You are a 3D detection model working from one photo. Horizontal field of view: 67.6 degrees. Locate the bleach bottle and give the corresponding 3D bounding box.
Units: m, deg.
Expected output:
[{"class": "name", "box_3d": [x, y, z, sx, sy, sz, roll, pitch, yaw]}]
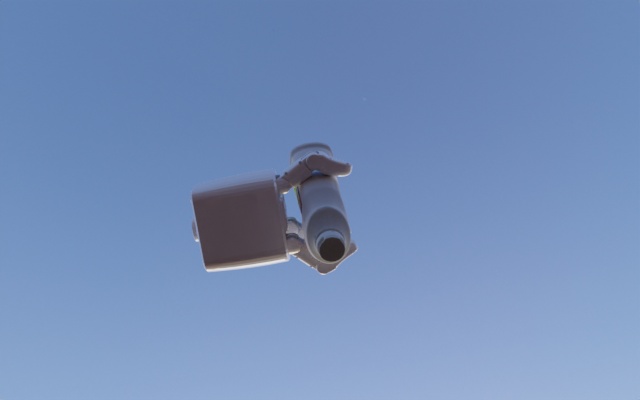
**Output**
[{"class": "bleach bottle", "box_3d": [0.000, 0.002, 0.614, 0.068, 0.103, 0.250, -9, 20, -2]}]
